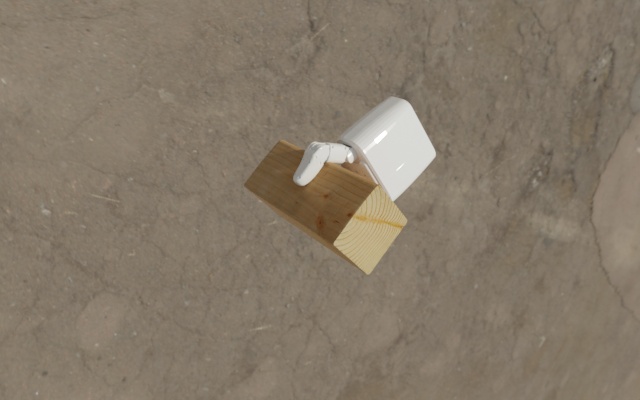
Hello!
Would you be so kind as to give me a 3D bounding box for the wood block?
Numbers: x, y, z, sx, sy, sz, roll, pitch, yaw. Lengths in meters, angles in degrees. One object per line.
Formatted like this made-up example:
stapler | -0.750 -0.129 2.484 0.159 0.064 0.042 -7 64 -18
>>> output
wood block | 0.000 0.002 0.645 0.206 0.090 0.091 29 -12 46
